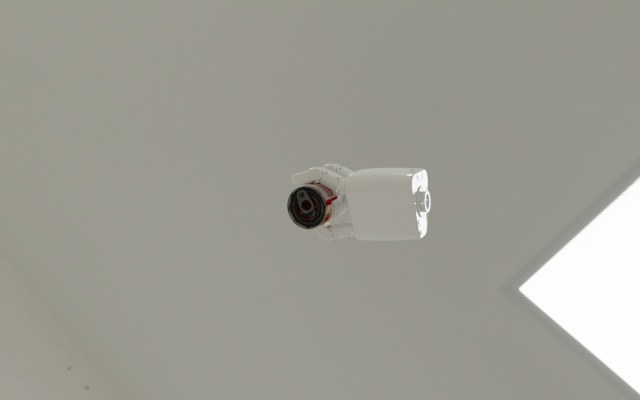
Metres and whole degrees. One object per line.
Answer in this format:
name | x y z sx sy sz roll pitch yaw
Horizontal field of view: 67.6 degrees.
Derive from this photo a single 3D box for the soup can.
soup can | 0.000 0.003 0.781 0.068 0.068 0.102 0 10 27
